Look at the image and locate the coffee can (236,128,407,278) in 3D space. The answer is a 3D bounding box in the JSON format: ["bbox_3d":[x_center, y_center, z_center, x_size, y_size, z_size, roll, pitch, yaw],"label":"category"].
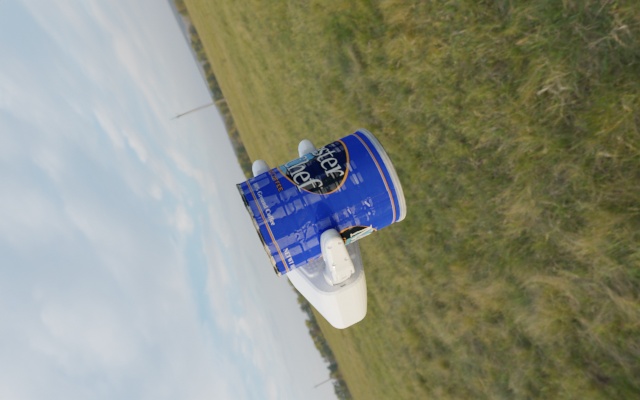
[{"bbox_3d":[0.000,0.001,0.482,0.140,0.103,0.103,-24,3,-7],"label":"coffee can"}]
